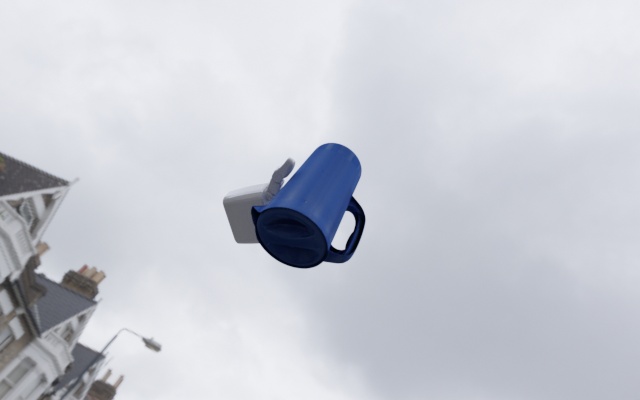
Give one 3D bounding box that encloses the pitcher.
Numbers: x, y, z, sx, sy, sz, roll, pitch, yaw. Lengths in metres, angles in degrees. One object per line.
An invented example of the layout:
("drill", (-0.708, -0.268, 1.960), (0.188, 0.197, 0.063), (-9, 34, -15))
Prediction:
("pitcher", (0.000, 0.003, 0.869), (0.145, 0.149, 0.242), (-11, 31, 33))
